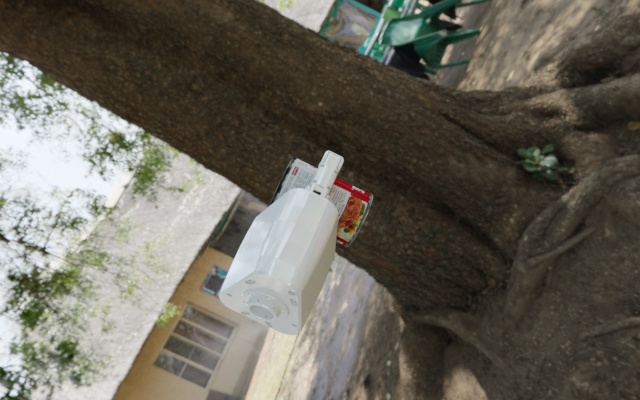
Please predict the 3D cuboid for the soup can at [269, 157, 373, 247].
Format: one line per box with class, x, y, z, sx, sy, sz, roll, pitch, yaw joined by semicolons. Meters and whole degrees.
soup can;0.000;0.001;0.552;0.102;0.068;0.068;26;-1;-3
